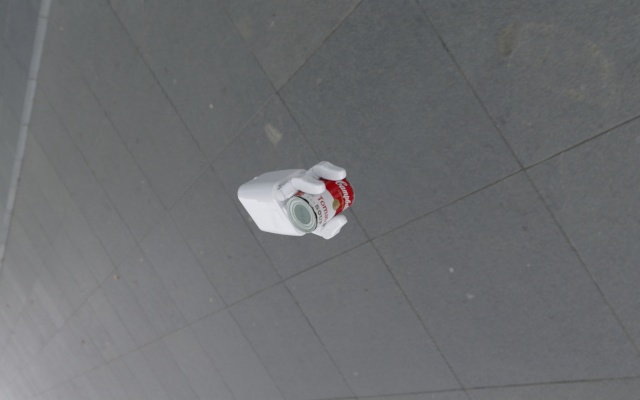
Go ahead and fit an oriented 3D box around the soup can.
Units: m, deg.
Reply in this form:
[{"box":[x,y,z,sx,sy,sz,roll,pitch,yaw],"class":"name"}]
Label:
[{"box":[0.000,0.003,0.798,0.068,0.068,0.102,0,24,44],"class":"soup can"}]
